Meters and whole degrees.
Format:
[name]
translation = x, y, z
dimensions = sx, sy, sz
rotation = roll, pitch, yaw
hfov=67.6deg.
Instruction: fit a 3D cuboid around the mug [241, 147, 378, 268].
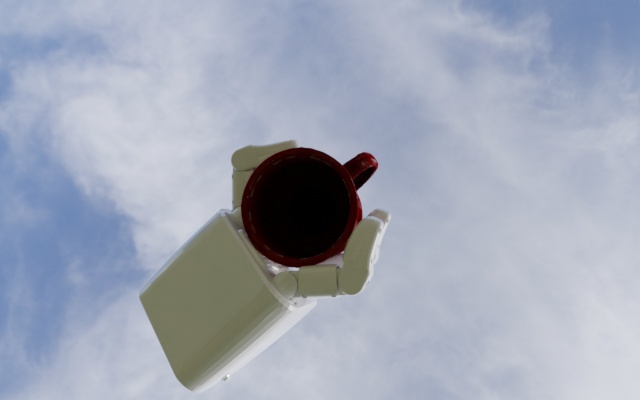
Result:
[mug]
translation = 0.001, 0.000, 0.403
dimensions = 0.117, 0.093, 0.081
rotation = -42, -13, 5
